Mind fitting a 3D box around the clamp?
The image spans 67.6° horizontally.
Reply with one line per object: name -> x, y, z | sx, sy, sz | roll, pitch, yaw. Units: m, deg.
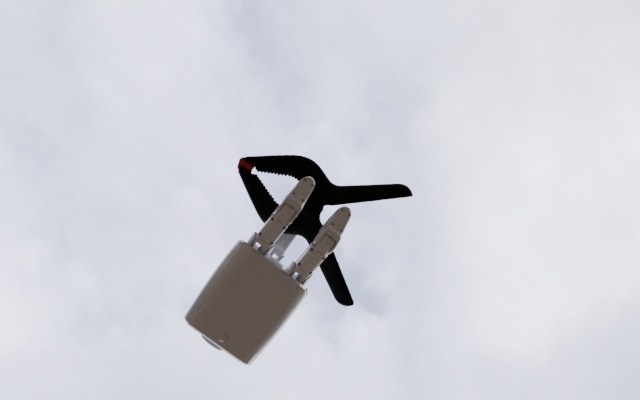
clamp -> -0.001, 0.002, 0.570 | 0.210, 0.164, 0.036 | 38, -11, -8
